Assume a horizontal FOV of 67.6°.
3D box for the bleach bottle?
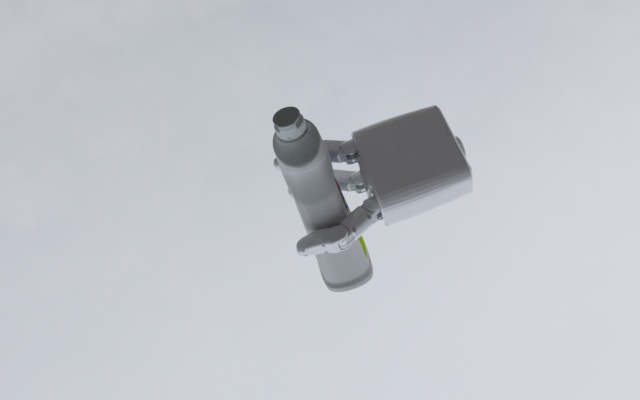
[{"bbox_3d":[0.000,0.002,0.547,0.068,0.102,0.251,-19,-41,3],"label":"bleach bottle"}]
